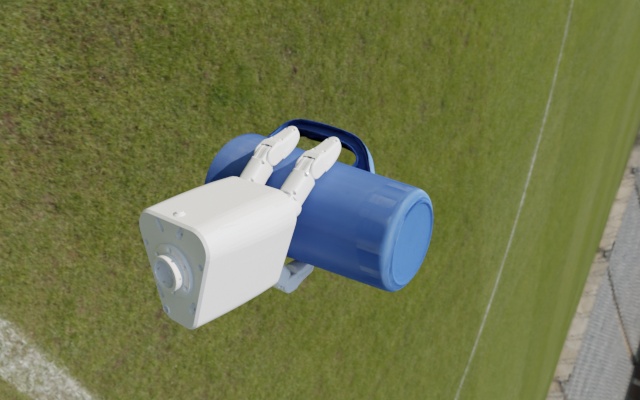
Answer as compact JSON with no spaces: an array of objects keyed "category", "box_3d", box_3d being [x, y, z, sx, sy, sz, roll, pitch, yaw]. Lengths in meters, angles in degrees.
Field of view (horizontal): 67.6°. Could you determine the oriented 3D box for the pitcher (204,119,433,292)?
[{"category":"pitcher","box_3d":[0.000,0.002,0.539,0.243,0.149,0.145,18,26,33]}]
